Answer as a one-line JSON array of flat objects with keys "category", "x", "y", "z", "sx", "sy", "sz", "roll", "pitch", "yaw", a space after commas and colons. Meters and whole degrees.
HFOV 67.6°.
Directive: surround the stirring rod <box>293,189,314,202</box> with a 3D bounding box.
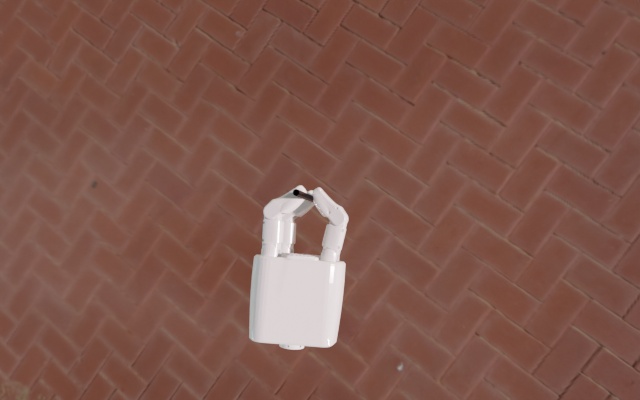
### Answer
[{"category": "stirring rod", "x": 0.000, "y": 0.002, "z": 0.669, "sx": 0.011, "sy": 0.011, "sz": 0.239, "roll": 0, "pitch": -6, "yaw": 14}]
